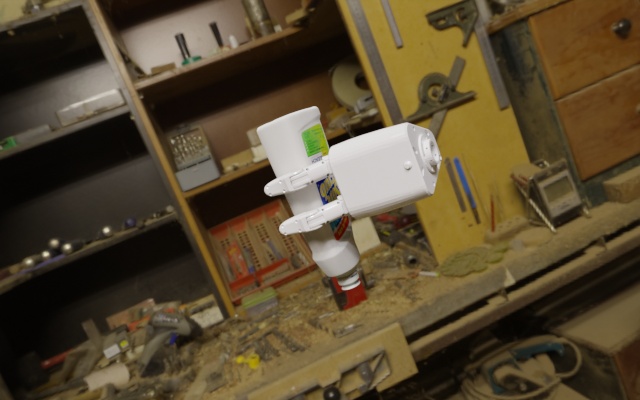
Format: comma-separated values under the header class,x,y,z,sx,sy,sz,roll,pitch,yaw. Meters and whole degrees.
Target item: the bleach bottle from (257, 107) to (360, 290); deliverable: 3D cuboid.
class,x,y,z,sx,sy,sz,roll,pitch,yaw
bleach bottle,0.000,0.002,0.663,0.068,0.251,0.102,-17,10,30
